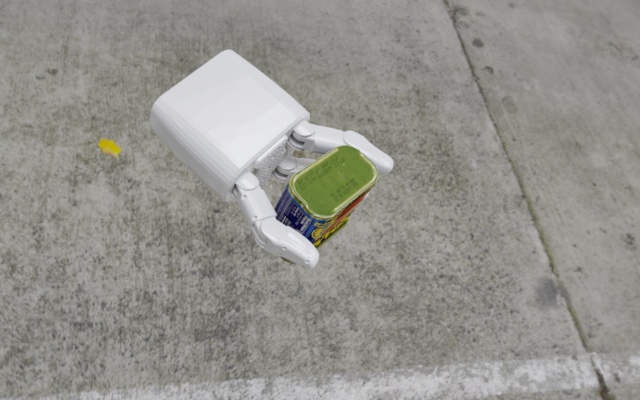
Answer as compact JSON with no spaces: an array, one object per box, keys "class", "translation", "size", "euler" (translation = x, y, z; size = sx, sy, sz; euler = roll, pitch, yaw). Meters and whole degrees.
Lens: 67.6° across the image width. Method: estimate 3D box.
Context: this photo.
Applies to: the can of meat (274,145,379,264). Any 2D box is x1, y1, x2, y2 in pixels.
[{"class":"can of meat","translation":[0.000,0.001,0.461],"size":[0.102,0.057,0.084],"euler":[-37,-13,-38]}]
